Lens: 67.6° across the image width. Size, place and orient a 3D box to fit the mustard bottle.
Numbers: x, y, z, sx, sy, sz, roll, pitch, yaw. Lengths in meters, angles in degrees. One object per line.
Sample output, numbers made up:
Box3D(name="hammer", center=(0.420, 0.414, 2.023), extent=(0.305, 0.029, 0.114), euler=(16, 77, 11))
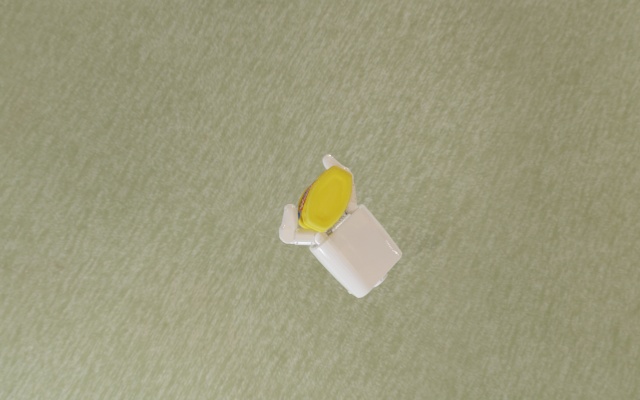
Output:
Box3D(name="mustard bottle", center=(0.000, 0.002, 0.766), extent=(0.058, 0.096, 0.191), euler=(25, -7, -6))
